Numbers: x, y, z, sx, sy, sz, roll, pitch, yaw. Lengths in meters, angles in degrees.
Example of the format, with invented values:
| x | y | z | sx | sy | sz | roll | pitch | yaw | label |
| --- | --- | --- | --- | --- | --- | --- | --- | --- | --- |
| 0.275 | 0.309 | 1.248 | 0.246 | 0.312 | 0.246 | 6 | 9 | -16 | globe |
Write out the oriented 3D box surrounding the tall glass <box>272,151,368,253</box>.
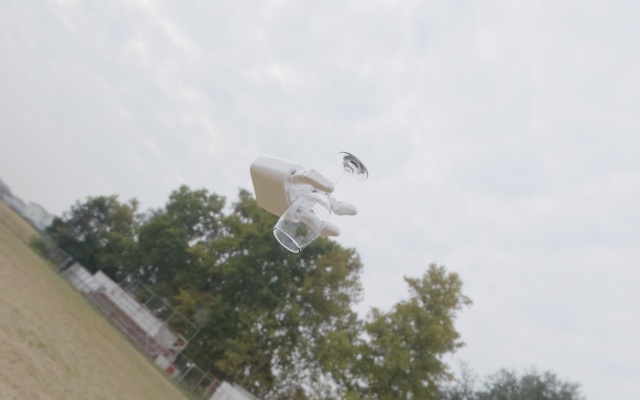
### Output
| x | y | z | sx | sy | sz | roll | pitch | yaw | label |
| --- | --- | --- | --- | --- | --- | --- | --- | --- | --- |
| 0.001 | 0.002 | 0.868 | 0.201 | 0.079 | 0.079 | -48 | 25 | -24 | tall glass |
